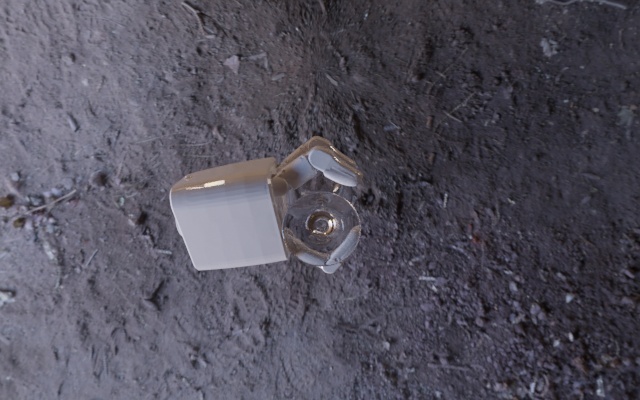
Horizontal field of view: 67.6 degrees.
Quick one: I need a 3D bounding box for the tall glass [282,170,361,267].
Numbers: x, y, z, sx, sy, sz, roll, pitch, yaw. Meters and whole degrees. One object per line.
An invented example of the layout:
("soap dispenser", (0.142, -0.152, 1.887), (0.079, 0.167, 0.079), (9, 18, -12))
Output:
("tall glass", (0.000, 0.002, 0.542), (0.079, 0.079, 0.201), (0, 15, 0))
